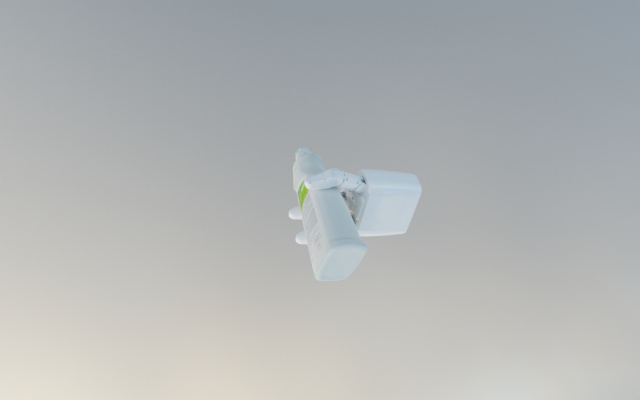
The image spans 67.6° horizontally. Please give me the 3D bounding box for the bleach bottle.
[{"bbox_3d":[0.000,0.003,0.793,0.068,0.250,0.103,1,-40,-23],"label":"bleach bottle"}]
